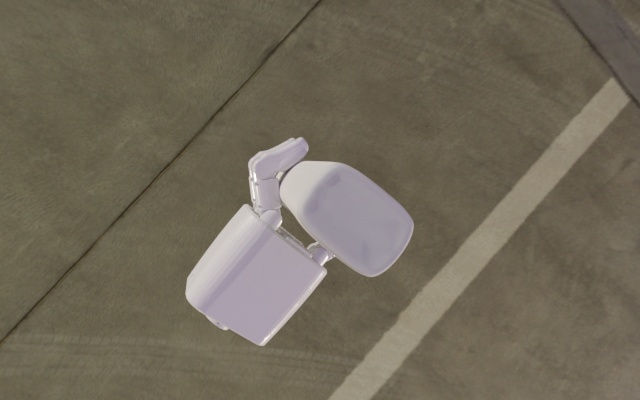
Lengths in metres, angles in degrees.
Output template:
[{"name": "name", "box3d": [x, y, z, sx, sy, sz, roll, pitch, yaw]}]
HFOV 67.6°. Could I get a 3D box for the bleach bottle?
[{"name": "bleach bottle", "box3d": [0.000, 0.002, 0.503, 0.102, 0.068, 0.251, 39, -4, -15]}]
